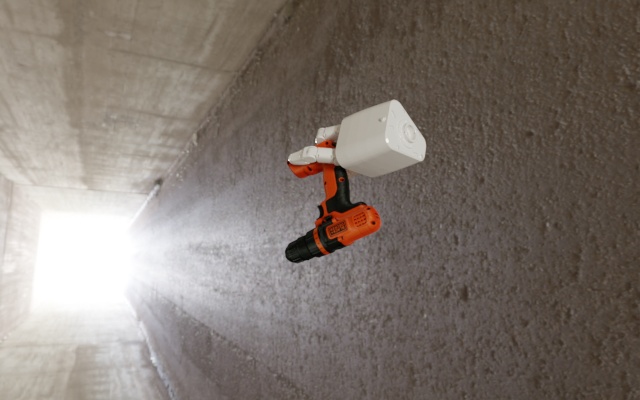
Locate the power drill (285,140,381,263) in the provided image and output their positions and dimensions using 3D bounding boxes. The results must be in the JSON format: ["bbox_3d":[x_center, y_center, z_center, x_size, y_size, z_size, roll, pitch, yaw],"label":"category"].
[{"bbox_3d":[0.000,0.002,0.843,0.184,0.187,0.057,-25,-21,20],"label":"power drill"}]
